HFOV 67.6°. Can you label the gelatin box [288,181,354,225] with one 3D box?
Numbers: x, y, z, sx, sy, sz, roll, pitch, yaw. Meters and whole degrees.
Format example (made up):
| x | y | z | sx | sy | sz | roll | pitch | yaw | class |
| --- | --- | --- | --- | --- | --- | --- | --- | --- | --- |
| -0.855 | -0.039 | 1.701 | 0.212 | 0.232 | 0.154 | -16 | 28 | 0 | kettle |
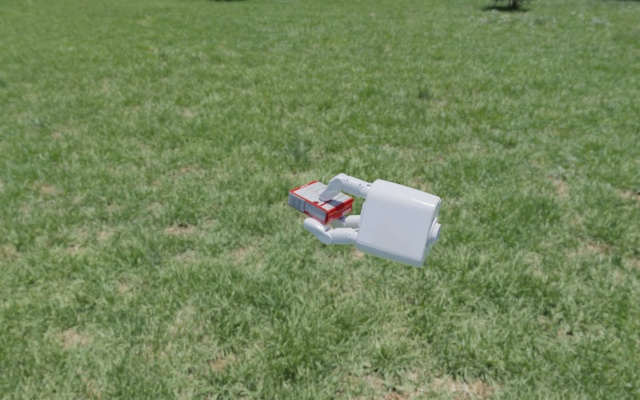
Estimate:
| x | y | z | sx | sy | sz | roll | pitch | yaw | class |
| --- | --- | --- | --- | --- | --- | --- | --- | --- | --- |
| 0.000 | 0.002 | 0.821 | 0.089 | 0.030 | 0.073 | 28 | 33 | 30 | gelatin box |
